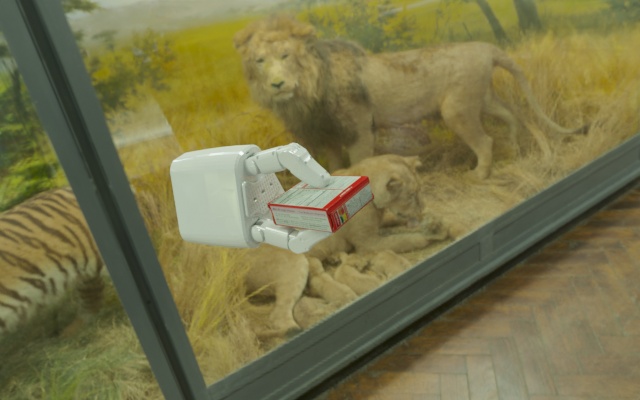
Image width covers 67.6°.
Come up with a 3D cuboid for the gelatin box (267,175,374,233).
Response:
[{"bbox_3d":[0.000,0.001,0.507,0.089,0.030,0.073,3,30,42],"label":"gelatin box"}]
